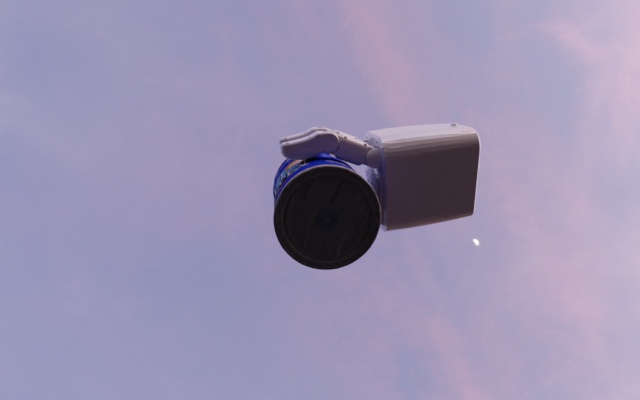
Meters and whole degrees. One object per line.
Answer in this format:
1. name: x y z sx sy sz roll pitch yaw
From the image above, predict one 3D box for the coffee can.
1. coffee can: 0.000 0.002 0.516 0.103 0.103 0.140 0 14 -6
